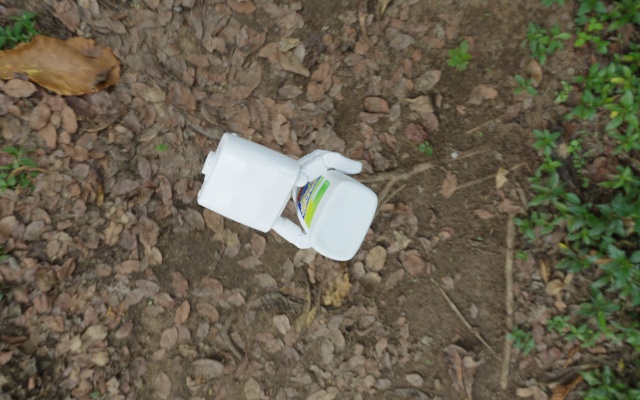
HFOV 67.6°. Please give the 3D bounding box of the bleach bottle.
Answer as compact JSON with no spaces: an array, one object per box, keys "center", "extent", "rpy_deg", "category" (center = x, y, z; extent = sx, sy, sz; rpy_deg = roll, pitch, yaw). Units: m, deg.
[{"center":[0.000,0.002,0.698],"extent":[0.068,0.102,0.250],"rpy_deg":[25,3,-17],"category":"bleach bottle"}]
